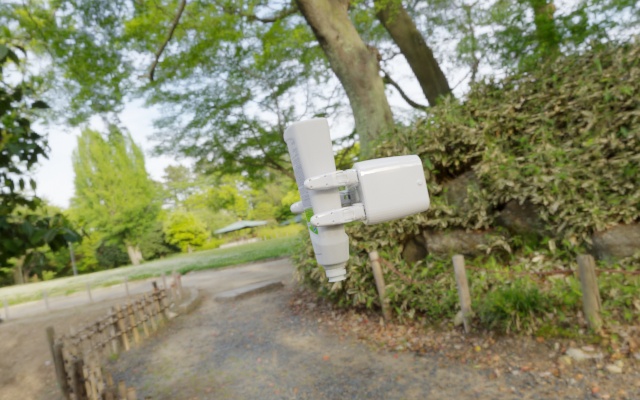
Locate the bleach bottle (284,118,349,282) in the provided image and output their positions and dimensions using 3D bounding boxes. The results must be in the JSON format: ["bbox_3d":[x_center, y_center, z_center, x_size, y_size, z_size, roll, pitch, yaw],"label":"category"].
[{"bbox_3d":[0.000,0.002,0.761,0.068,0.251,0.102,-11,-2,-12],"label":"bleach bottle"}]
